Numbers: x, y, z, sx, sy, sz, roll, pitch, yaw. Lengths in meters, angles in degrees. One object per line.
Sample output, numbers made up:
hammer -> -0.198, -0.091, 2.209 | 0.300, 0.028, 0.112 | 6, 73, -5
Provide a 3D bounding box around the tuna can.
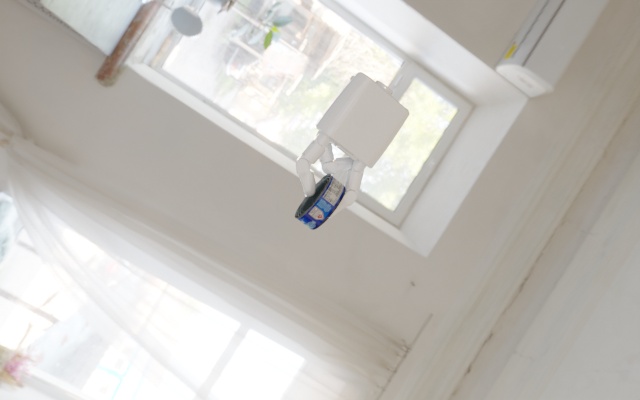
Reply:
tuna can -> 0.001, 0.003, 0.729 | 0.034, 0.086, 0.086 | 38, -9, -11
